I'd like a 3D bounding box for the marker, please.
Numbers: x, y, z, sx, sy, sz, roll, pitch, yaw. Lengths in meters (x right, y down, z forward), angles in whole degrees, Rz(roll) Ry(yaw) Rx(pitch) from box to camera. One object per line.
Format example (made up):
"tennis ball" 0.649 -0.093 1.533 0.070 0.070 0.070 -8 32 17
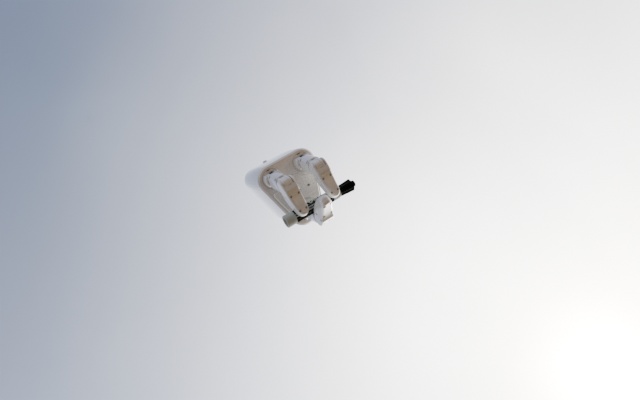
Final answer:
"marker" 0.000 0.002 0.690 0.121 0.020 0.020 -30 10 -19
